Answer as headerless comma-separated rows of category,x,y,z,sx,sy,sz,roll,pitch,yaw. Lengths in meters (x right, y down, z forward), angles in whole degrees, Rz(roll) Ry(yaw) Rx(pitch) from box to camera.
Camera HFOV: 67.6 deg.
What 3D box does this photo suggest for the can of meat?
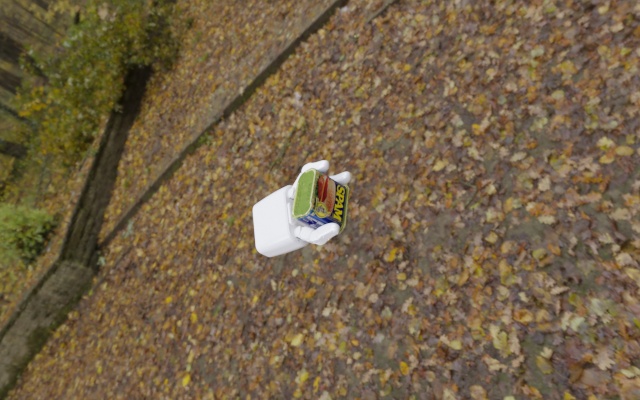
can of meat,0.000,0.003,0.853,0.084,0.102,0.057,29,-35,-34
